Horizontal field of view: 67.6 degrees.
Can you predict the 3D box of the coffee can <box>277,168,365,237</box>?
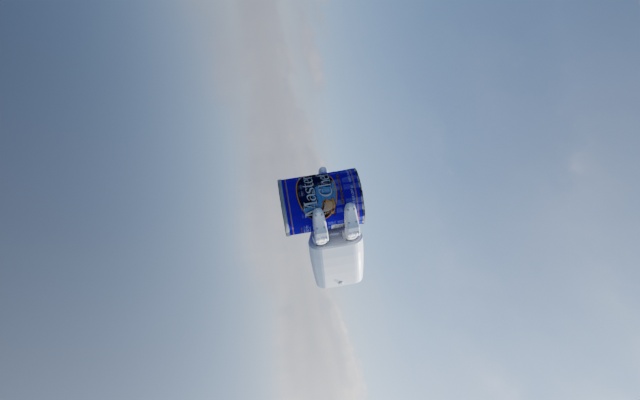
[{"bbox_3d":[0.000,0.003,0.852,0.140,0.103,0.103,-9,1,-4],"label":"coffee can"}]
